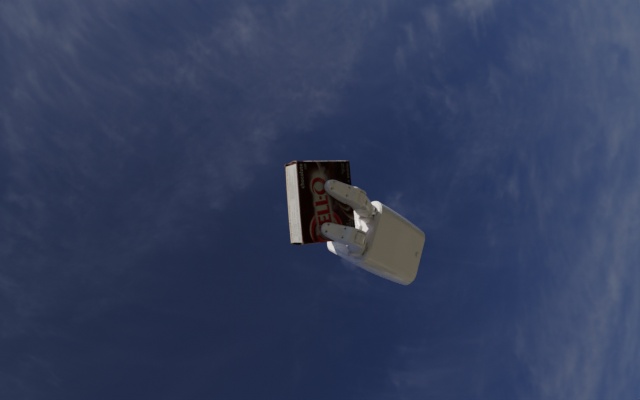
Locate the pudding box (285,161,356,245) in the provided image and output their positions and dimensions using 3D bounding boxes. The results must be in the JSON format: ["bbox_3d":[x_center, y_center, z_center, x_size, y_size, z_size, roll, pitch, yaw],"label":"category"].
[{"bbox_3d":[0.000,0.002,0.661,0.090,0.113,0.039,-4,-4,-36],"label":"pudding box"}]
